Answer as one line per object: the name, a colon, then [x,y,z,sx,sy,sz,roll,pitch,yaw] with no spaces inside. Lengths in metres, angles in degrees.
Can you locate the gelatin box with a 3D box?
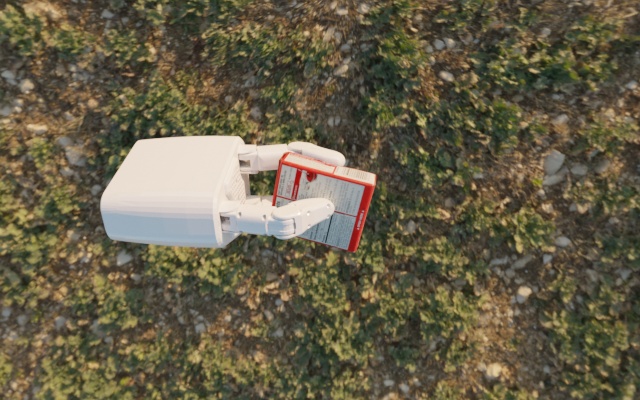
gelatin box: [0.000,0.002,0.446,0.089,0.073,0.030,15,26,4]
